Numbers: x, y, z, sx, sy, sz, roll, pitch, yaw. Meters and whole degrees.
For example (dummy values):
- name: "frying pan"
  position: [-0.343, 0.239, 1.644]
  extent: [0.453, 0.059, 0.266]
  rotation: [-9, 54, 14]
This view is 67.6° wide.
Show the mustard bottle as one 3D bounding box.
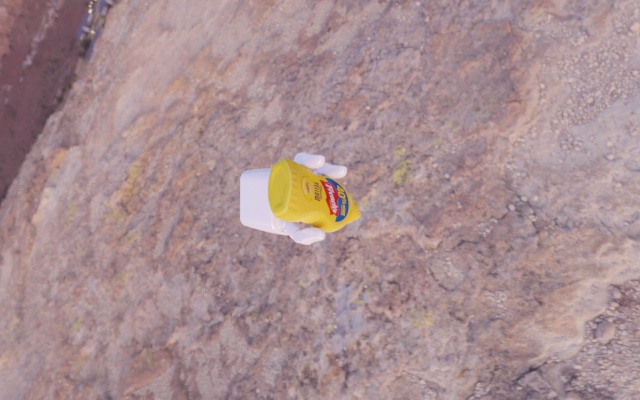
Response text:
- name: "mustard bottle"
  position: [0.000, 0.003, 0.803]
  extent: [0.058, 0.096, 0.192]
  rotation: [-26, -32, 37]
